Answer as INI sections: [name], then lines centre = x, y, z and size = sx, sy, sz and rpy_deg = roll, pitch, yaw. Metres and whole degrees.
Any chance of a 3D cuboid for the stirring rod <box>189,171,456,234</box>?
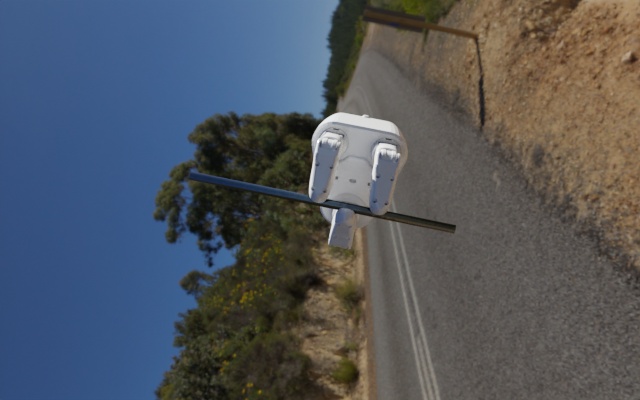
[stirring rod]
centre = 0.000, 0.001, 0.426
size = 0.239, 0.011, 0.011
rpy_deg = 11, 1, 3
